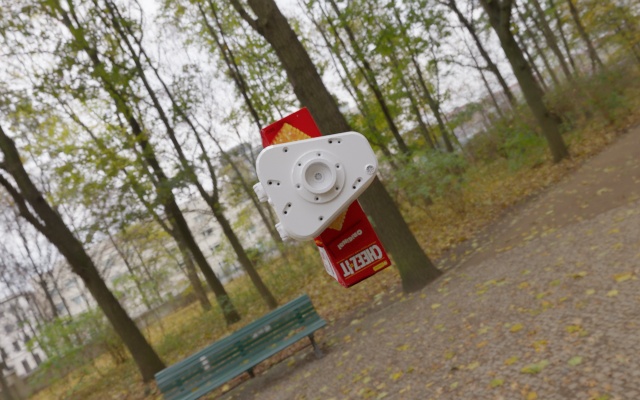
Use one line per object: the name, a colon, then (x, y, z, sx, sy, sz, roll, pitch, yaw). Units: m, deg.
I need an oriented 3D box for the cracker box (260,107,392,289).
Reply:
cracker box: (0.000, 0.002, 0.635, 0.072, 0.213, 0.164, -27, -2, -5)
